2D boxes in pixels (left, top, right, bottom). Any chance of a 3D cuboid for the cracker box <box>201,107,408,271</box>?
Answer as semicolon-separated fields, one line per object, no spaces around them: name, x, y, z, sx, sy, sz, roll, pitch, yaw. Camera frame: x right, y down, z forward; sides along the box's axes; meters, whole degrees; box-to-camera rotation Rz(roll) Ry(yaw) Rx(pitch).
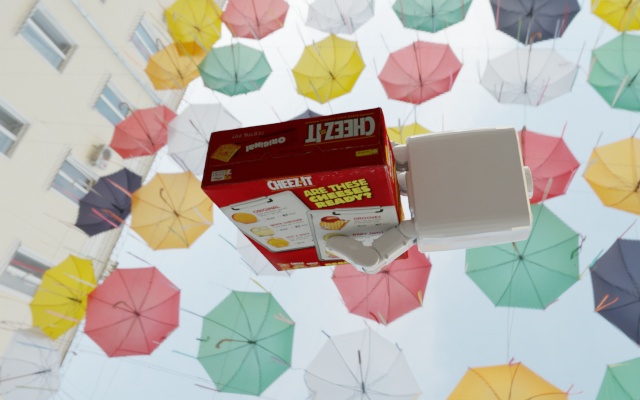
cracker box;0.000;0.002;0.499;0.164;0.072;0.214;-7;-30;12
